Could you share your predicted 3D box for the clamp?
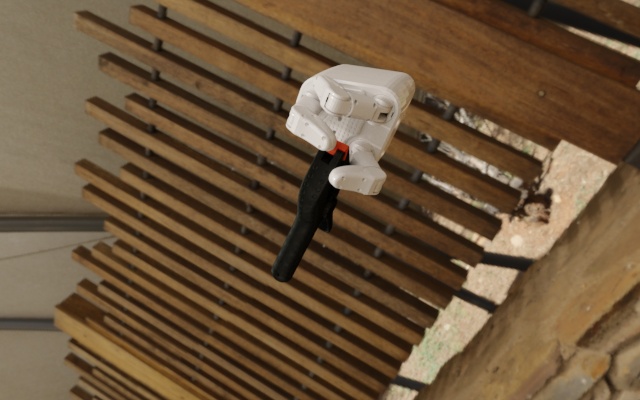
[{"bbox_3d":[0.000,0.001,0.531,0.039,0.171,0.120,27,31,7],"label":"clamp"}]
